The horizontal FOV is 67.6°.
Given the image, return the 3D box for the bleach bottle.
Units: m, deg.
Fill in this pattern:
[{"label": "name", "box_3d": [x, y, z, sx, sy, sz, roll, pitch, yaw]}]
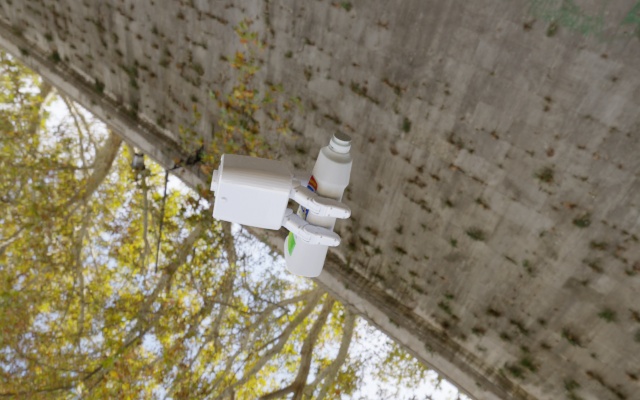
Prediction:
[{"label": "bleach bottle", "box_3d": [0.000, 0.003, 0.778, 0.068, 0.251, 0.102, 10, 33, -12]}]
